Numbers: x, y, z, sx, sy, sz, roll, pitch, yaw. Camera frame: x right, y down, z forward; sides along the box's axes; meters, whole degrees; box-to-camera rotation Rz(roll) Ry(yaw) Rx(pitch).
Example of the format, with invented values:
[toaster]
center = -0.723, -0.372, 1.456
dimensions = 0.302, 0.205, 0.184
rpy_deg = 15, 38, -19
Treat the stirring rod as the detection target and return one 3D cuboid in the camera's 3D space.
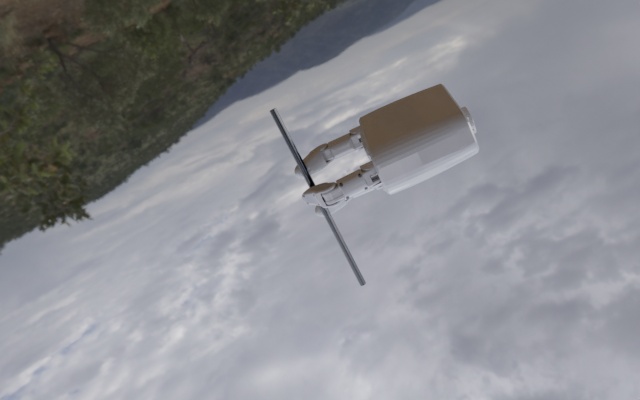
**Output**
[stirring rod]
center = 0.000, 0.002, 0.562
dimensions = 0.011, 0.239, 0.011
rpy_deg = -25, 17, 8
